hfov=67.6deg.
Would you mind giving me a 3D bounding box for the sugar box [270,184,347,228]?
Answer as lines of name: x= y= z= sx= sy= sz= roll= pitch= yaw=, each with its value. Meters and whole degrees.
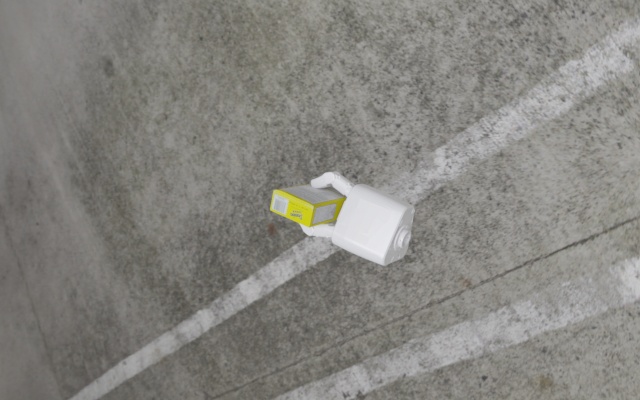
sugar box: x=0.000 y=0.003 z=0.881 sx=0.093 sy=0.048 sz=0.176 roll=23 pitch=18 yaw=32
